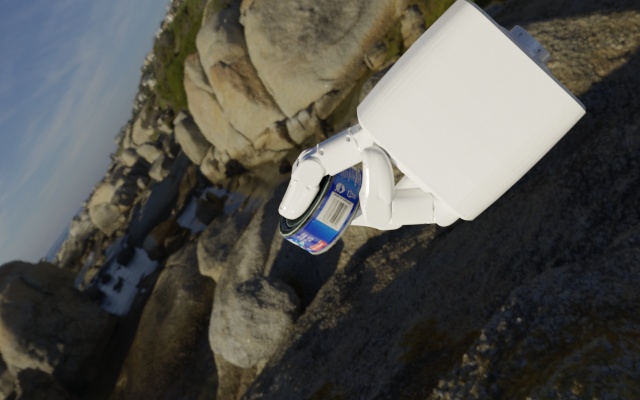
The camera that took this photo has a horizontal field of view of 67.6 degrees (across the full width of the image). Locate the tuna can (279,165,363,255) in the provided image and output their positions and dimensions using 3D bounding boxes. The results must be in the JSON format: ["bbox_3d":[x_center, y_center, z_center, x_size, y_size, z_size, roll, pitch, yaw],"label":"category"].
[{"bbox_3d":[0.000,0.001,0.414,0.034,0.086,0.086,31,-11,-20],"label":"tuna can"}]
